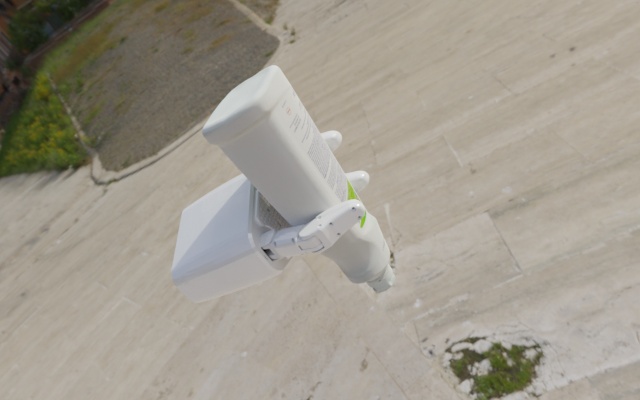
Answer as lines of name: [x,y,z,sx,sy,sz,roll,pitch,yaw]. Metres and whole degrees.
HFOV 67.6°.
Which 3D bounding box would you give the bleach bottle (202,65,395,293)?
bleach bottle: [0.000,0.001,0.455,0.068,0.251,0.102,-25,27,23]
